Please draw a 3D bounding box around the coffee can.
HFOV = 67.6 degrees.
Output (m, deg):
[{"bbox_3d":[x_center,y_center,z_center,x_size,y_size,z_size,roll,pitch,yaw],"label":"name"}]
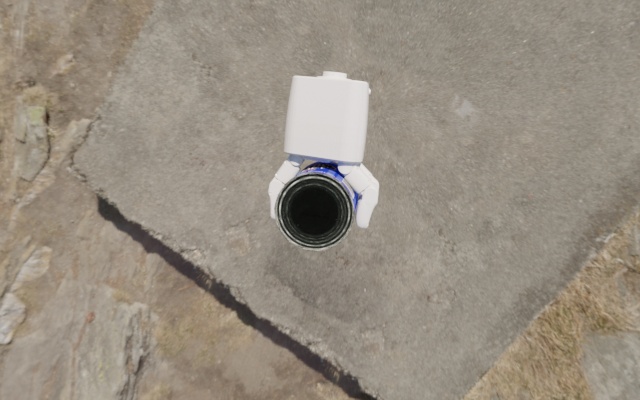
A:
[{"bbox_3d":[0.000,0.002,0.669,0.103,0.103,0.140,0,11,7],"label":"coffee can"}]
